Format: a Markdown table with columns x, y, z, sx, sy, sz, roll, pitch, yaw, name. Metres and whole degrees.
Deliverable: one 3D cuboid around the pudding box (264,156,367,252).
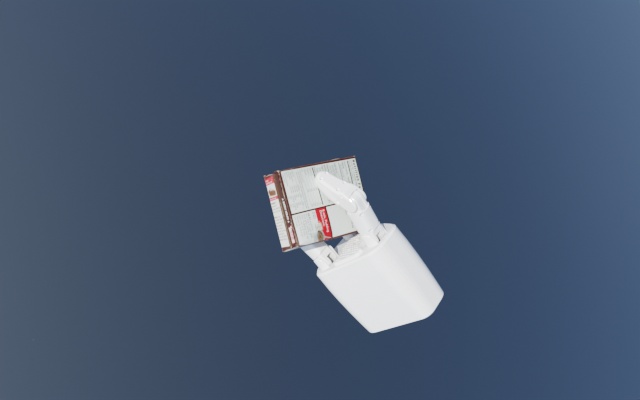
| x | y | z | sx | sy | sz | roll | pitch | yaw | name |
| --- | --- | --- | --- | --- | --- | --- | --- | --- | --- |
| 0.000 | 0.002 | 0.552 | 0.113 | 0.090 | 0.039 | -13 | -3 | -35 | pudding box |
